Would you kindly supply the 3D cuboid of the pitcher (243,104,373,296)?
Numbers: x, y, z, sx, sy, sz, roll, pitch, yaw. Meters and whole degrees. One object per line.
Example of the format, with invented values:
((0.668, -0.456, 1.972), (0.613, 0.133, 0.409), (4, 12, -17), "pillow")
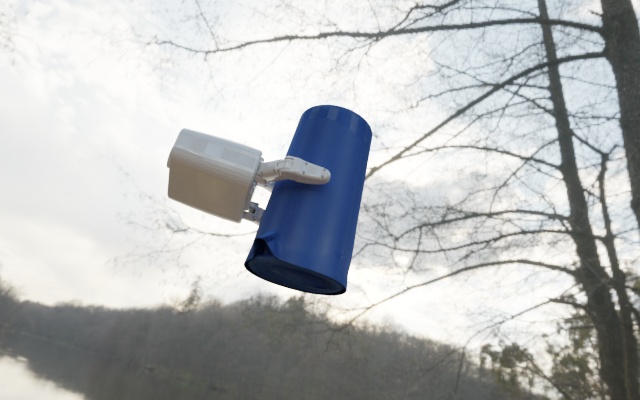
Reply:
((0.000, 0.002, 0.648), (0.145, 0.242, 0.149), (18, -23, -5), "pitcher")
